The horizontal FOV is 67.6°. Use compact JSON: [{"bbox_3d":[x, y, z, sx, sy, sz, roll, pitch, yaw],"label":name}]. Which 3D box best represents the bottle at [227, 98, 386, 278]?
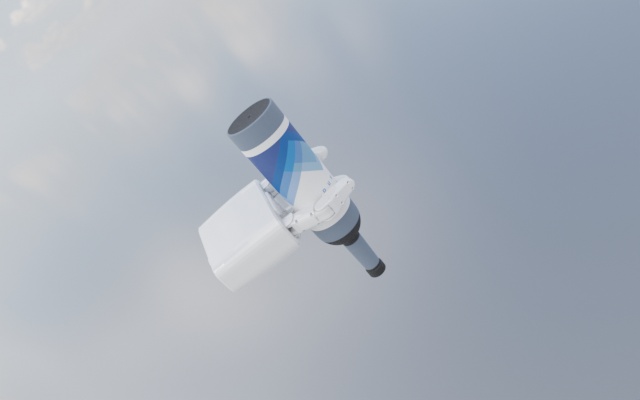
[{"bbox_3d":[0.000,0.002,0.621,0.069,0.069,0.296,0,-42,50],"label":"bottle"}]
